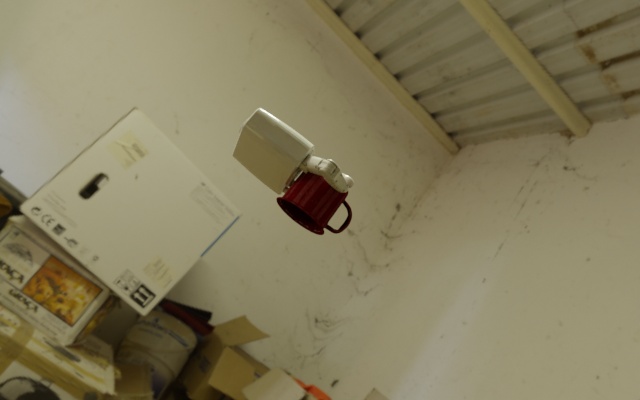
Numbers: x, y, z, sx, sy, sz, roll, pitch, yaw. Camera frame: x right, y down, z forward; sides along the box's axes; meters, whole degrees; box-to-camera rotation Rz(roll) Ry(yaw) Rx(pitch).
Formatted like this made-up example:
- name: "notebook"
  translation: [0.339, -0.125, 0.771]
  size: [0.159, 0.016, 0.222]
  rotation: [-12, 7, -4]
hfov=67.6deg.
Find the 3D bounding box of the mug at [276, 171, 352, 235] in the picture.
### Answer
- name: "mug"
  translation: [0.001, 0.003, 0.761]
  size: [0.117, 0.081, 0.093]
  rotation: [38, -17, -2]
